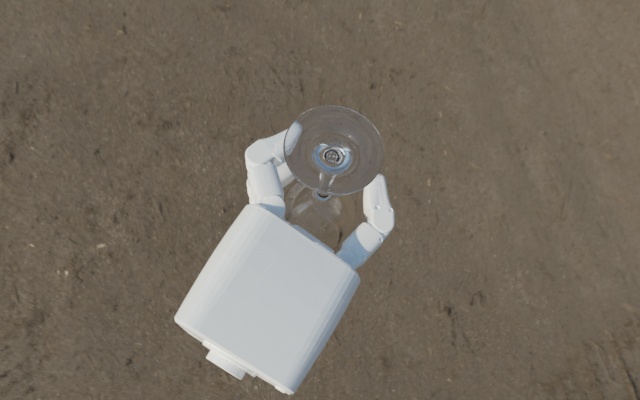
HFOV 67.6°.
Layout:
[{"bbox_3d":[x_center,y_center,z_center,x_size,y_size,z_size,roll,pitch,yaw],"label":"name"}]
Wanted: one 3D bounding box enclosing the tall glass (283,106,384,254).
[{"bbox_3d":[0.000,0.001,0.438,0.079,0.079,0.201,0,-23,-6],"label":"tall glass"}]
